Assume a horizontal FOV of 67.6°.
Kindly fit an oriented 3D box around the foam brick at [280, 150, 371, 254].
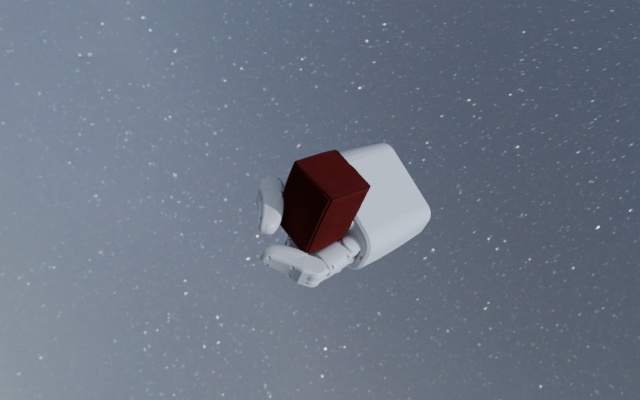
[{"bbox_3d":[0.000,0.001,0.439,0.051,0.053,0.078,-20,-32,-37],"label":"foam brick"}]
